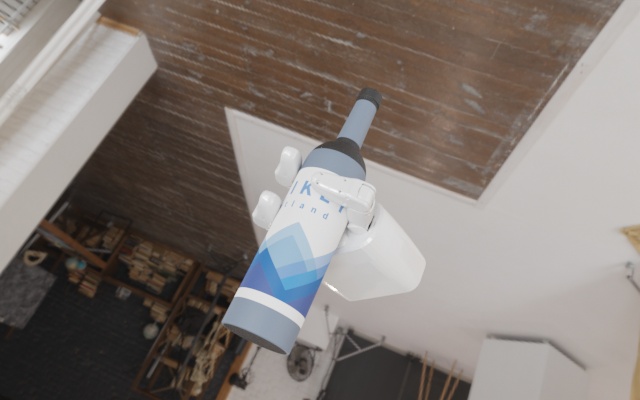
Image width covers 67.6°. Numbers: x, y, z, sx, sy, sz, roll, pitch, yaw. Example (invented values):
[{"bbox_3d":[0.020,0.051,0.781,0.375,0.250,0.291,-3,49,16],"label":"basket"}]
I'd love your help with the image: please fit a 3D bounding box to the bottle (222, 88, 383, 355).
[{"bbox_3d":[0.000,0.002,0.481,0.069,0.295,0.069,21,-25,10],"label":"bottle"}]
